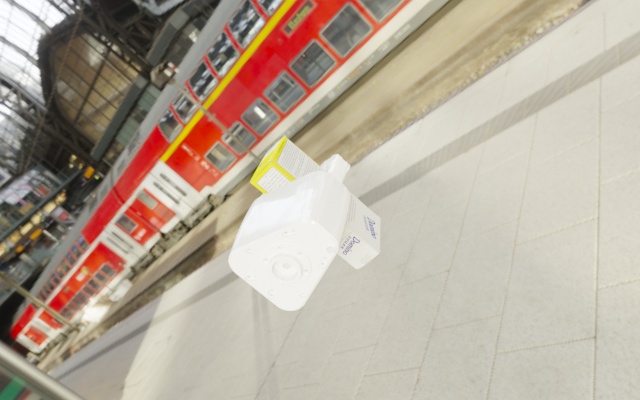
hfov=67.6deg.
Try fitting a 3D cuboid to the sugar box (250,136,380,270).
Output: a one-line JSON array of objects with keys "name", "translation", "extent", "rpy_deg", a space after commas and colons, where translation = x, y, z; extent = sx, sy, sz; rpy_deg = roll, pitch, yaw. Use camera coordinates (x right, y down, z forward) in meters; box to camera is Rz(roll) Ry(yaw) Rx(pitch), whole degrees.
[{"name": "sugar box", "translation": [0.000, 0.002, 0.605], "extent": [0.048, 0.176, 0.093], "rpy_deg": [-41, 15, 24]}]
